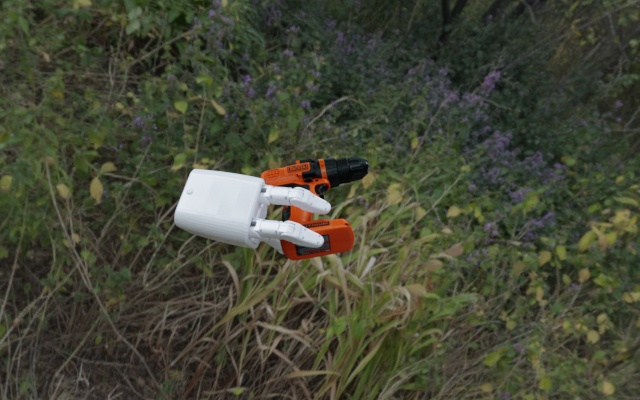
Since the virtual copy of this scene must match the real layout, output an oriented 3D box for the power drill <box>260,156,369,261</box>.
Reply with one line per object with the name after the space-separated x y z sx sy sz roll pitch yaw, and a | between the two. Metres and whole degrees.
0.000 0.003 0.750 0.184 0.057 0.187 -11 39 0 | power drill
